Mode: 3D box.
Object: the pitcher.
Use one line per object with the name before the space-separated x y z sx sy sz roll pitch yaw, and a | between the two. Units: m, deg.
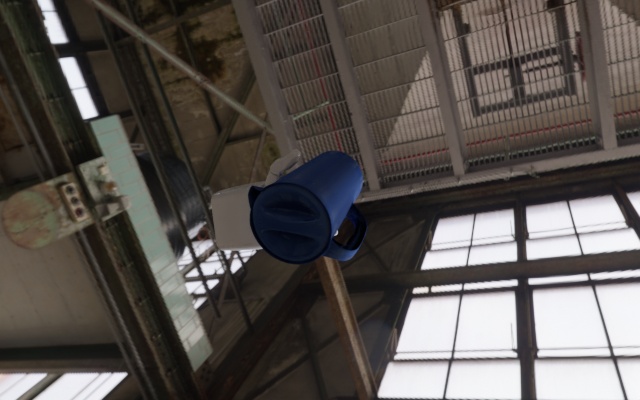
pitcher | 0.000 0.003 0.805 0.145 0.149 0.242 -10 16 24
